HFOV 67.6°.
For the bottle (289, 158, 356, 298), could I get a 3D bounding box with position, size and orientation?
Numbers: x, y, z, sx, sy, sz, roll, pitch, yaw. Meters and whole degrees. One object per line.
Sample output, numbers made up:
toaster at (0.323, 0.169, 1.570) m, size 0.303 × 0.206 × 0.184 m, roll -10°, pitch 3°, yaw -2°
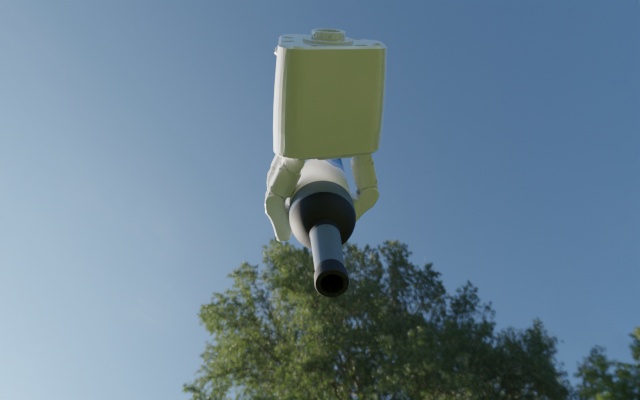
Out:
bottle at (0.000, 0.002, 0.509) m, size 0.069 × 0.069 × 0.295 m, roll 0°, pitch 26°, yaw -4°
